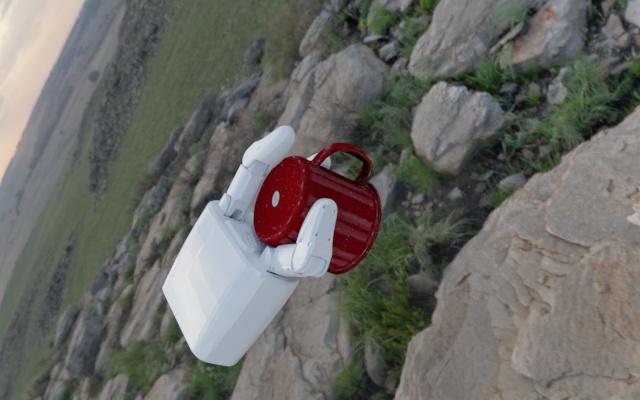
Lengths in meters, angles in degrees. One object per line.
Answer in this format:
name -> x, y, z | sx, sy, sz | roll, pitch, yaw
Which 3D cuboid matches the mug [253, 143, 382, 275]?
mug -> 0.001, 0.000, 0.424 | 0.081, 0.117, 0.093 | 23, 20, -32
